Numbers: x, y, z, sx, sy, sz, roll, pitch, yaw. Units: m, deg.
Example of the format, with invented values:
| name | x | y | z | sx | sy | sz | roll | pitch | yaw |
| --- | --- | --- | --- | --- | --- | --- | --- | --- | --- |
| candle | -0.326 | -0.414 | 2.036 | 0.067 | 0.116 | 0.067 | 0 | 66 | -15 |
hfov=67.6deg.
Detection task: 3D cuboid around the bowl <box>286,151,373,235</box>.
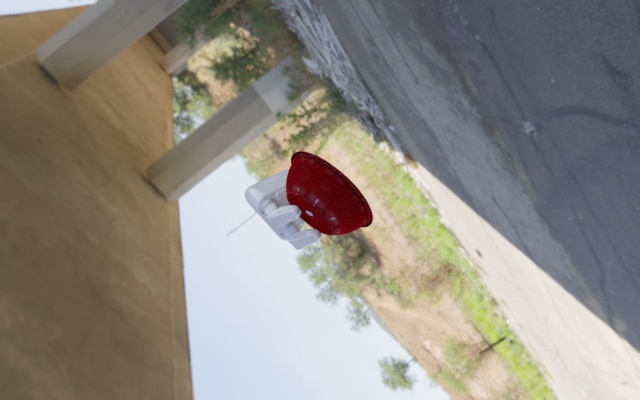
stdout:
| name | x | y | z | sx | sy | sz | roll | pitch | yaw |
| --- | --- | --- | --- | --- | --- | --- | --- | --- | --- |
| bowl | 0.000 | 0.003 | 0.725 | 0.055 | 0.162 | 0.162 | -48 | 20 | -20 |
